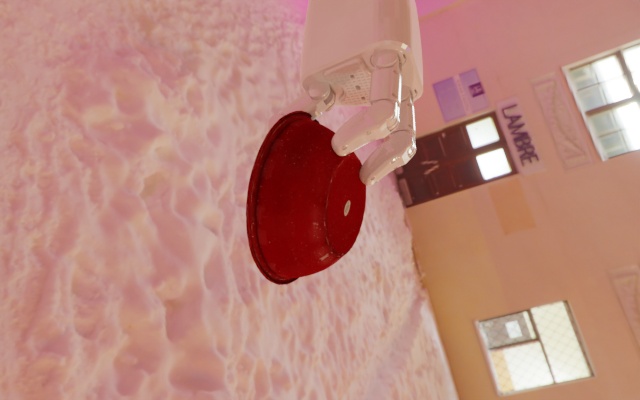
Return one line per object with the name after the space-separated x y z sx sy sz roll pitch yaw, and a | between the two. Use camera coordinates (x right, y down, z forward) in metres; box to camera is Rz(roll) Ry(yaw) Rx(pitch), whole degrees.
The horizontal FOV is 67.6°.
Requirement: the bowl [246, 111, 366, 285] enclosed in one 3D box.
0.000 0.003 0.434 0.055 0.162 0.162 8 3 25 | bowl
